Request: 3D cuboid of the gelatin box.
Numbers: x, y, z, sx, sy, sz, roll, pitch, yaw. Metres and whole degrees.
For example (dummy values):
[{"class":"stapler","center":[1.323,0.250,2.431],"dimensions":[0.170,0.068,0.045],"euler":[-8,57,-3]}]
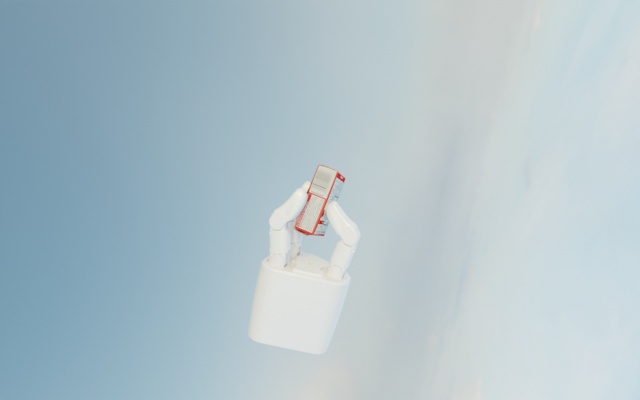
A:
[{"class":"gelatin box","center":[0.001,0.002,0.624],"dimensions":[0.030,0.089,0.073],"euler":[22,1,12]}]
